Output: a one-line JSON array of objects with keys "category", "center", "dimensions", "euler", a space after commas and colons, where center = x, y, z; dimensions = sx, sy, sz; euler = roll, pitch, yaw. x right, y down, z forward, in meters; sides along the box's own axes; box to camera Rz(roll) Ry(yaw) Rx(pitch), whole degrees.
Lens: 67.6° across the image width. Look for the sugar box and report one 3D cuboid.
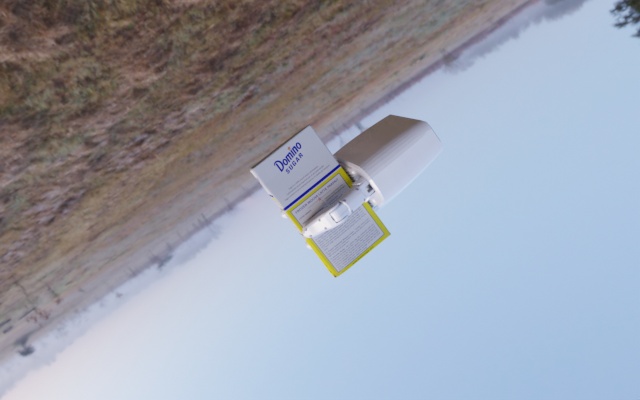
[{"category": "sugar box", "center": [0.000, 0.002, 0.610], "dimensions": [0.093, 0.176, 0.048], "euler": [-38, 9, -8]}]
